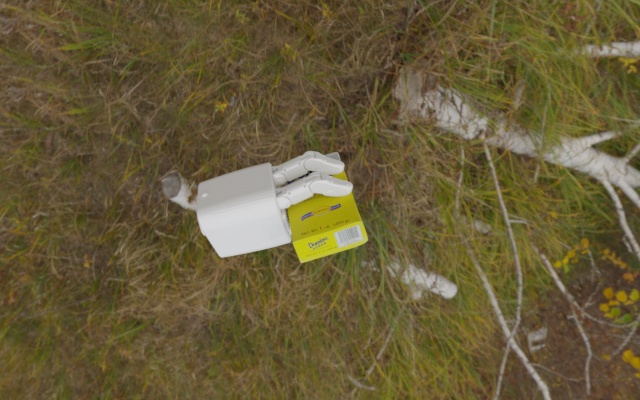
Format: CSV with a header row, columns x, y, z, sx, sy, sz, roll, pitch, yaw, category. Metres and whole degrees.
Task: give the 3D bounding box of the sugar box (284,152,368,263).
x,y,z,sx,sy,sz,roll,pitch,yaw,category
0.000,0.002,0.669,0.093,0.048,0.176,-17,39,1,sugar box
